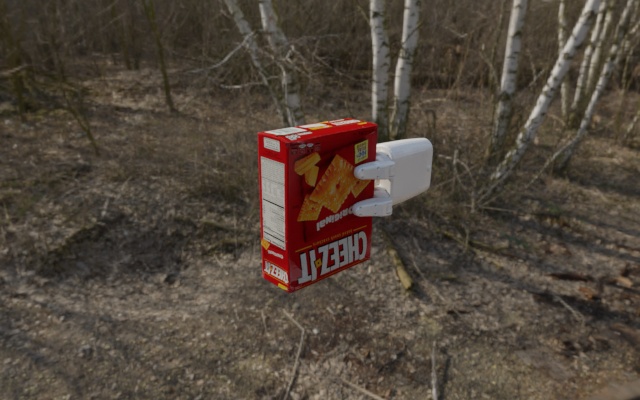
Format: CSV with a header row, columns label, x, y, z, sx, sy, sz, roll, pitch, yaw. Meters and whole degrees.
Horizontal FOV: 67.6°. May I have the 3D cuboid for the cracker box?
label,x,y,z,sx,sy,sz,roll,pitch,yaw
cracker box,0.000,0.002,0.673,0.164,0.214,0.072,-16,26,-38
